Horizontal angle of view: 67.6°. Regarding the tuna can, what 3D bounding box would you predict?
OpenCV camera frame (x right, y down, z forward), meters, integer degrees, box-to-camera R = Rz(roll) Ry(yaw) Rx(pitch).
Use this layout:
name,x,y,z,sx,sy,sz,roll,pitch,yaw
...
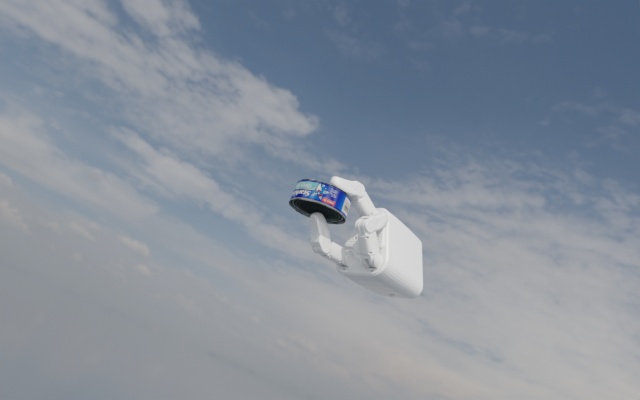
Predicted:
name,x,y,z,sx,sy,sz,roll,pitch,yaw
tuna can,0.000,0.002,0.687,0.086,0.033,0.086,17,-18,6
